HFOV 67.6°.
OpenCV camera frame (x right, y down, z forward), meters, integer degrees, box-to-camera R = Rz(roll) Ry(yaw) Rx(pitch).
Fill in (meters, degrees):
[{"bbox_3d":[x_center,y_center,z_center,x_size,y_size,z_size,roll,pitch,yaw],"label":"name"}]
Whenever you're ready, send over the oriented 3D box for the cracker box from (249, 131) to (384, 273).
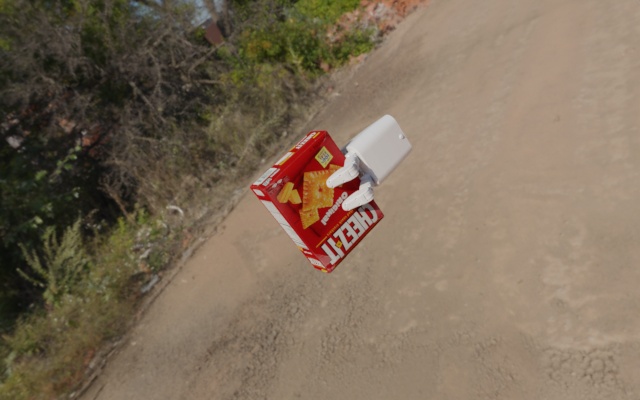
[{"bbox_3d":[0.000,0.003,0.890,0.164,0.214,0.072,-44,24,-17],"label":"cracker box"}]
